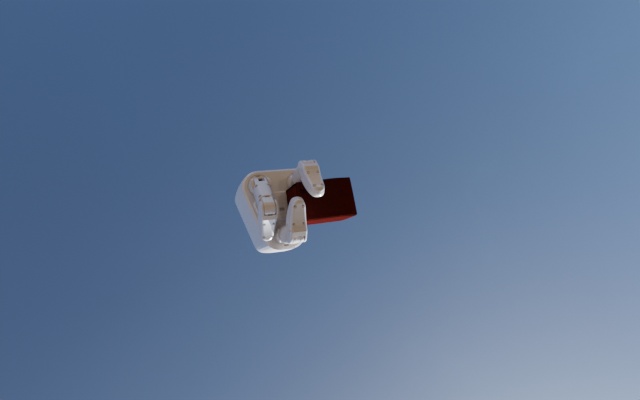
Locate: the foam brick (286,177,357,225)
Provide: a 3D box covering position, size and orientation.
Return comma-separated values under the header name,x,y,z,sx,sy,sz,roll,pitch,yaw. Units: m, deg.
name,x,y,z,sx,sy,sz,roll,pitch,yaw
foam brick,0.000,0.002,0.634,0.078,0.053,0.051,-6,-9,-19
